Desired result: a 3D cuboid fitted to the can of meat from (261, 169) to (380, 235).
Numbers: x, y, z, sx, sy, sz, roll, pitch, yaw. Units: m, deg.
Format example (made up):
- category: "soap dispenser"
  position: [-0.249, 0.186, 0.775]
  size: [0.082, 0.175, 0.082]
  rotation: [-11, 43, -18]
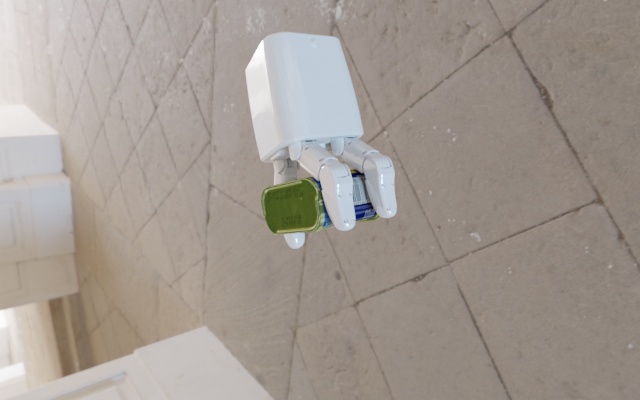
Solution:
- category: "can of meat"
  position: [0.000, 0.002, 0.491]
  size: [0.084, 0.057, 0.102]
  rotation: [-10, 0, -39]
